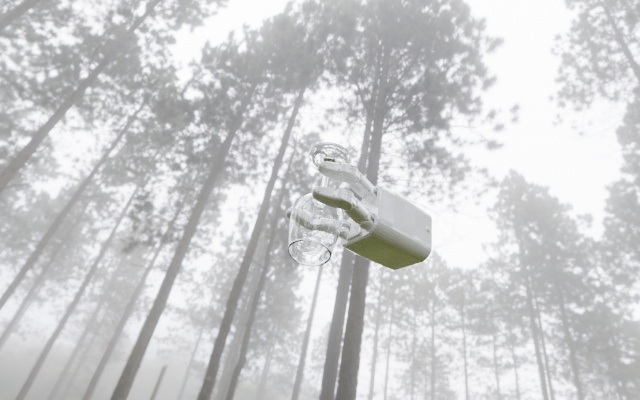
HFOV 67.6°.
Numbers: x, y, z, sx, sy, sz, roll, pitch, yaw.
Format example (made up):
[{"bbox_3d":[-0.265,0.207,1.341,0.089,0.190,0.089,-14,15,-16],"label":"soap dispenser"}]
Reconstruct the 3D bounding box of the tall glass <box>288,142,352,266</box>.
[{"bbox_3d":[0.000,0.002,0.736,0.079,0.200,0.079,7,-42,6],"label":"tall glass"}]
